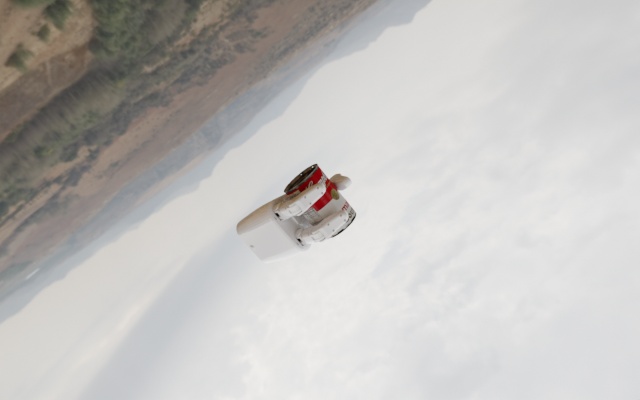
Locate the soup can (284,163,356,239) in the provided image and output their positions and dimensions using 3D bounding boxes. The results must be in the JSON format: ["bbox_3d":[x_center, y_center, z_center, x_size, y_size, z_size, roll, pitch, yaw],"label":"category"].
[{"bbox_3d":[0.001,0.002,0.749,0.068,0.102,0.068,-37,14,11],"label":"soup can"}]
